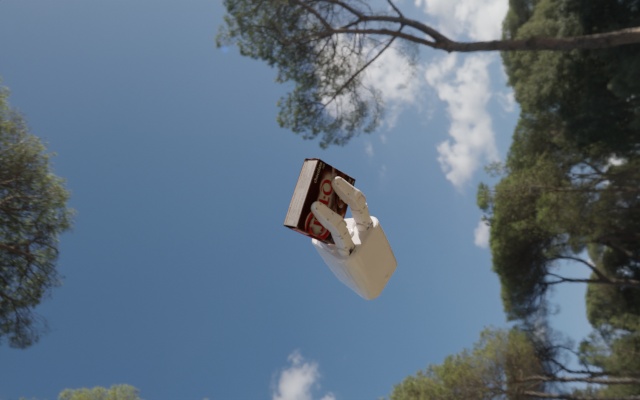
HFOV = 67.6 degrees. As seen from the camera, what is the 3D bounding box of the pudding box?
[{"bbox_3d":[0.000,0.002,0.737,0.039,0.113,0.090,4,-16,45],"label":"pudding box"}]
